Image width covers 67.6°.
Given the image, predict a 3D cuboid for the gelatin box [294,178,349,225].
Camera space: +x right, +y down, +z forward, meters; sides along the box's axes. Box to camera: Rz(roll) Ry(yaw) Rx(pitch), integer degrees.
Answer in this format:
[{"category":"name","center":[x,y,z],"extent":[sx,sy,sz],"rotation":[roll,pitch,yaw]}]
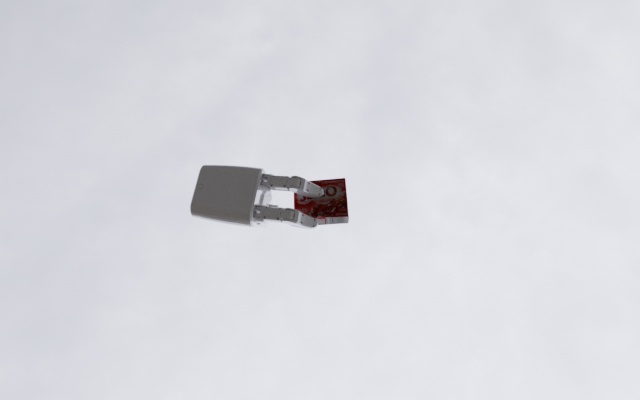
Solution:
[{"category":"gelatin box","center":[0.000,0.003,0.790],"extent":[0.089,0.073,0.030],"rotation":[-4,-29,1]}]
